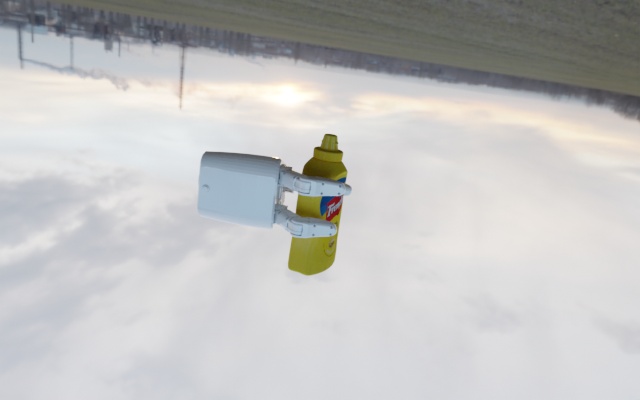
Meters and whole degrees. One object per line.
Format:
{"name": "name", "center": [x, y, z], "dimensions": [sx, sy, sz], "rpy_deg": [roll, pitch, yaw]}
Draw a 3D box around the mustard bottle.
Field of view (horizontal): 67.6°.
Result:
{"name": "mustard bottle", "center": [0.000, 0.003, 0.669], "dimensions": [0.058, 0.192, 0.096], "rpy_deg": [16, 18, 24]}
